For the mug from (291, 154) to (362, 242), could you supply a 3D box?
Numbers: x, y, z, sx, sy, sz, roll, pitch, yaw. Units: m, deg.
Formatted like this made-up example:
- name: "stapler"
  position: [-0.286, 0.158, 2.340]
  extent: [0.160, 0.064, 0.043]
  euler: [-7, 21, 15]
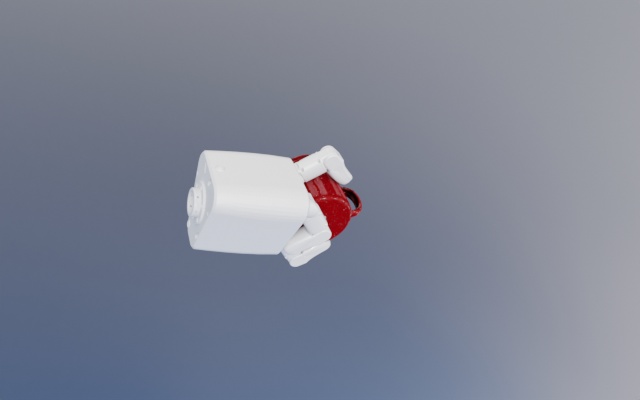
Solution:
- name: "mug"
  position: [0.001, 0.002, 0.620]
  extent: [0.117, 0.093, 0.081]
  euler: [4, 38, -27]
